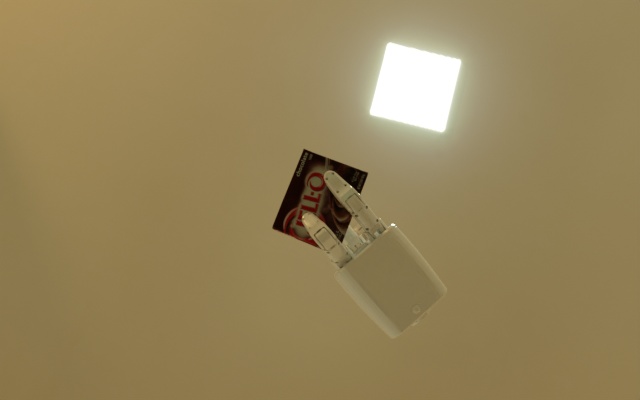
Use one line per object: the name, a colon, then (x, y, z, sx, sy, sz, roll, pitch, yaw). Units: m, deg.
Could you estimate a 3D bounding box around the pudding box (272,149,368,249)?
pudding box: (0.000, 0.002, 0.617, 0.090, 0.113, 0.039, 21, -7, 4)
